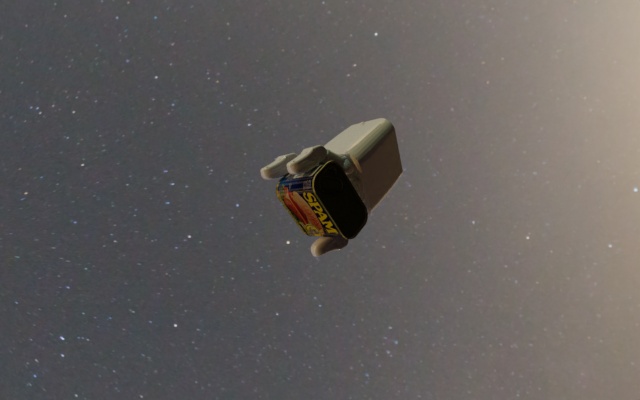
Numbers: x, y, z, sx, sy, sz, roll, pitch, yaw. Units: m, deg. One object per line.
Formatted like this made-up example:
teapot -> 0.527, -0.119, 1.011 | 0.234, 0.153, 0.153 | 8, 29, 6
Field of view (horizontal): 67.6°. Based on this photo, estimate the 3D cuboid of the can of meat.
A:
can of meat -> 0.000, 0.002, 0.633 | 0.084, 0.102, 0.057 | -4, 37, 49
